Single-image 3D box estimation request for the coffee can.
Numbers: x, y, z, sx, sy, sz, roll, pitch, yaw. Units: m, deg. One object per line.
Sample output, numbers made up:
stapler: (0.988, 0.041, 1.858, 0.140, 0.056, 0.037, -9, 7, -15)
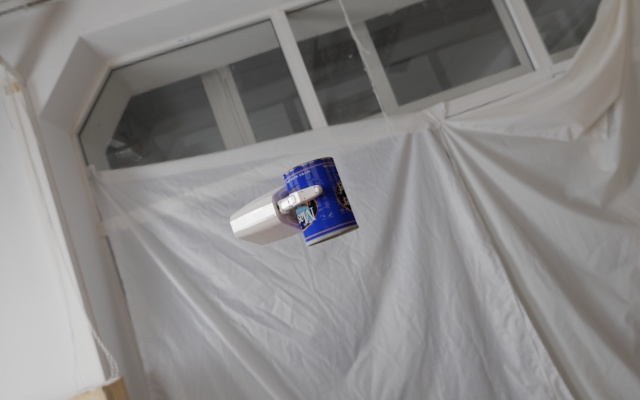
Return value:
coffee can: (0.000, 0.003, 0.891, 0.103, 0.140, 0.103, -20, -7, -3)
